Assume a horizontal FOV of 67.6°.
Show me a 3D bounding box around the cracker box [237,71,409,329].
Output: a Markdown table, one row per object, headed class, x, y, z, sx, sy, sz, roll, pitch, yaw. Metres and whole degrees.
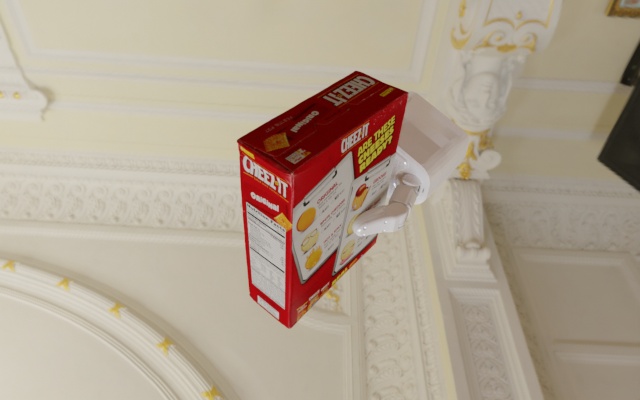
| class | x | y | z | sx | sy | sz | roll | pitch | yaw |
| --- | --- | --- | --- | --- | --- | --- | --- | --- | --- |
| cracker box | 0.000 | 0.002 | 0.480 | 0.072 | 0.214 | 0.164 | 31 | 49 | 26 |
